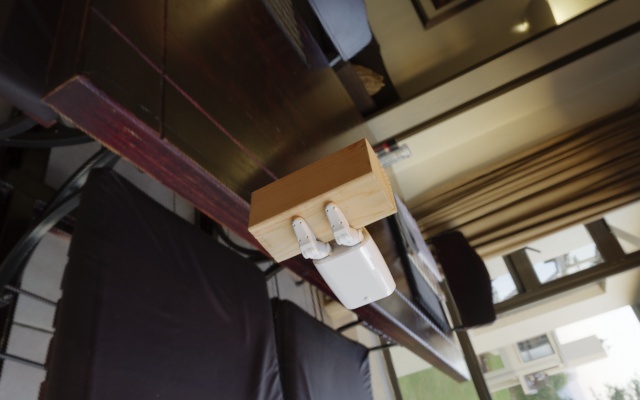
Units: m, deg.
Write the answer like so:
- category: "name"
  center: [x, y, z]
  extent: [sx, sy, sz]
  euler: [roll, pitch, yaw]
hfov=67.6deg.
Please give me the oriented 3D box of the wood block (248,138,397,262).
- category: "wood block"
  center: [0.000, 0.002, 0.736]
  extent: [0.206, 0.090, 0.090]
  euler: [-25, 36, 17]
